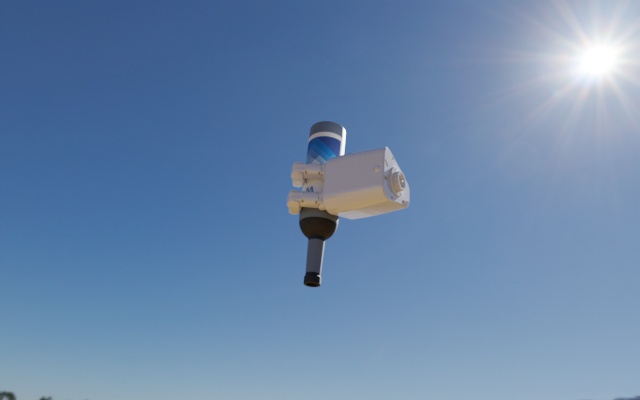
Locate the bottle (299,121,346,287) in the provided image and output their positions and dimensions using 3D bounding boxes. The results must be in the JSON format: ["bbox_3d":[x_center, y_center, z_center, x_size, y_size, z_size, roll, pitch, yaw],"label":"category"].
[{"bbox_3d":[0.000,0.002,0.819,0.069,0.295,0.069,5,-27,2],"label":"bottle"}]
